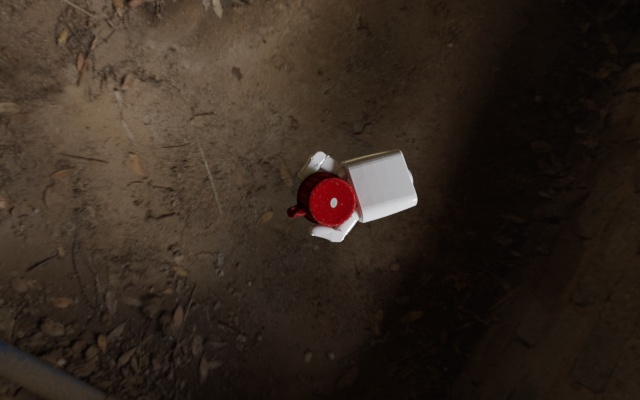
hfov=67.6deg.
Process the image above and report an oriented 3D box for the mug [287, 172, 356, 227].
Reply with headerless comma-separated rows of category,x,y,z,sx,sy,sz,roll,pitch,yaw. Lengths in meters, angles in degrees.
mug,-0.001,0.003,0.794,0.117,0.093,0.081,-18,8,-9
